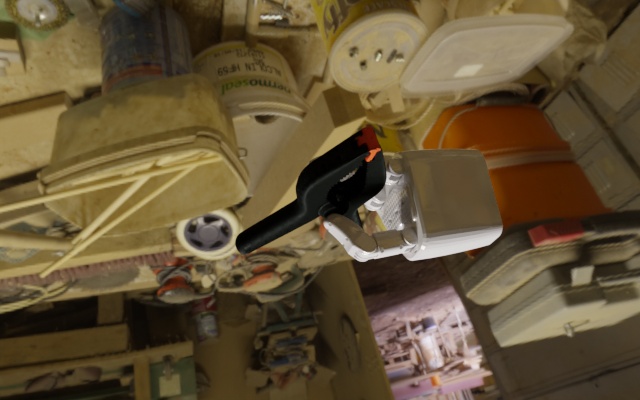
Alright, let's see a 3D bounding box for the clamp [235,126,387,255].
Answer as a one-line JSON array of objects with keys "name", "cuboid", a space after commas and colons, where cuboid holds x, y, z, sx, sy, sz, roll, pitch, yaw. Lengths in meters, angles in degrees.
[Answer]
[{"name": "clamp", "cuboid": [0.001, 0.002, 0.502, 0.164, 0.036, 0.210, -7, -30, -21]}]
